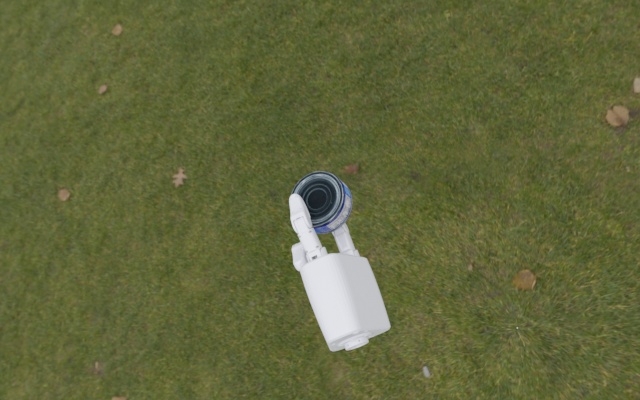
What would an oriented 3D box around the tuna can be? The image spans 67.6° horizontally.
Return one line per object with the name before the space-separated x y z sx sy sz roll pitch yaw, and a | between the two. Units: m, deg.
tuna can | 0.000 0.002 0.679 0.086 0.086 0.034 0 -19 25
